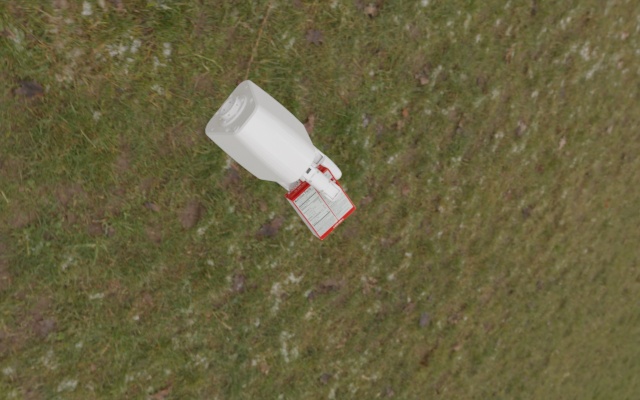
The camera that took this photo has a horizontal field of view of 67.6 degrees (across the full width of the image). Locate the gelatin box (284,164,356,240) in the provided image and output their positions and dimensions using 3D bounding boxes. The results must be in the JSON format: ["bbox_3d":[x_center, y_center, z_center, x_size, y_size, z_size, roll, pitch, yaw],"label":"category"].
[{"bbox_3d":[0.001,0.003,0.710,0.073,0.089,0.030,-42,30,-11],"label":"gelatin box"}]
